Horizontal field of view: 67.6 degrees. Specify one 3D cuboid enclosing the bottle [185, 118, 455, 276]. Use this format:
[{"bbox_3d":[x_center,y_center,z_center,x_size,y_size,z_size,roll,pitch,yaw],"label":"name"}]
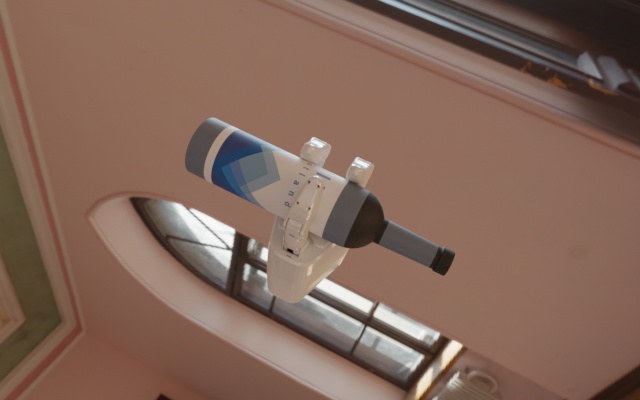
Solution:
[{"bbox_3d":[0.000,0.002,0.507,0.295,0.069,0.069,26,4,9],"label":"bottle"}]
